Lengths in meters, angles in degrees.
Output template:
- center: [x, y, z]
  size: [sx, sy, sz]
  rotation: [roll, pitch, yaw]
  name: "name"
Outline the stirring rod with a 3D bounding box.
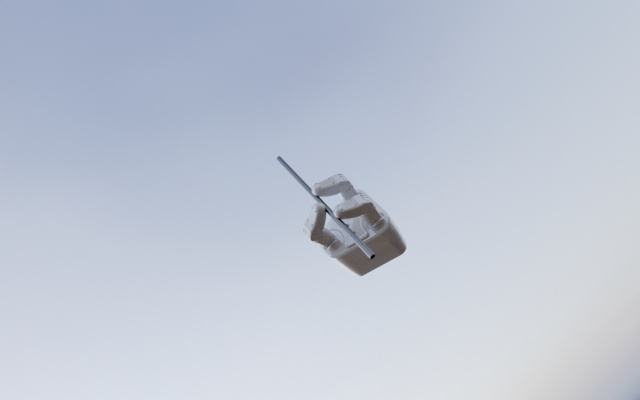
- center: [0.000, 0.002, 0.674]
  size: [0.011, 0.011, 0.239]
  rotation: [0, 35, -42]
  name: "stirring rod"
